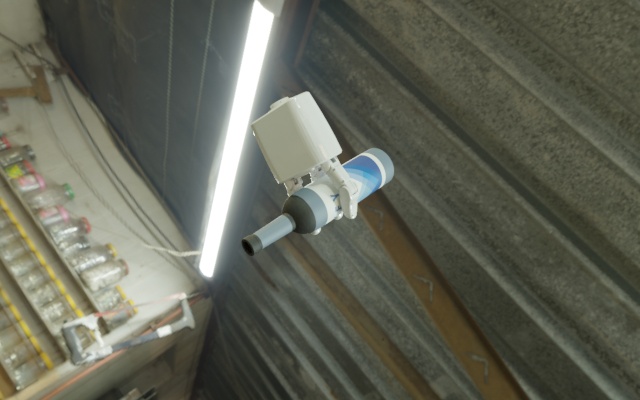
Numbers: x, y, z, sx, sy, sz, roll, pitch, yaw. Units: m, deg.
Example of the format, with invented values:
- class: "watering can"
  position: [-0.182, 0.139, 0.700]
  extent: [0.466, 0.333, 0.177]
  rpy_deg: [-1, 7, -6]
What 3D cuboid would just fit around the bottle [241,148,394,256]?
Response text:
- class: "bottle"
  position: [0.000, 0.002, 0.748]
  extent: [0.295, 0.069, 0.069]
  rpy_deg: [-32, 20, -35]
